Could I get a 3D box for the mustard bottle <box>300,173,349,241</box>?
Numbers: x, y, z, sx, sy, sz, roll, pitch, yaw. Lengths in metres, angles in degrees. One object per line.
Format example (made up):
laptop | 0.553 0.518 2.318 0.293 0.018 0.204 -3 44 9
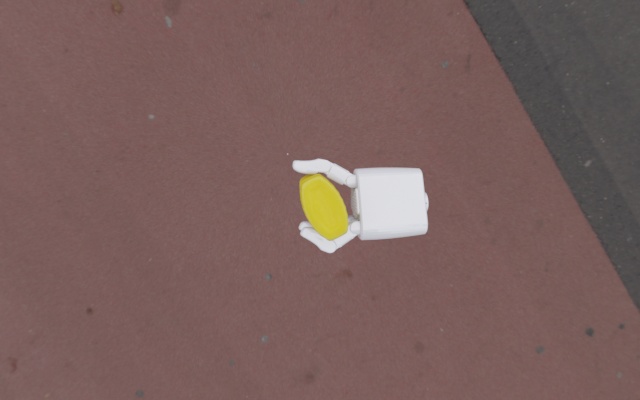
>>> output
mustard bottle | 0.000 0.003 0.767 0.058 0.096 0.191 -28 7 -1
